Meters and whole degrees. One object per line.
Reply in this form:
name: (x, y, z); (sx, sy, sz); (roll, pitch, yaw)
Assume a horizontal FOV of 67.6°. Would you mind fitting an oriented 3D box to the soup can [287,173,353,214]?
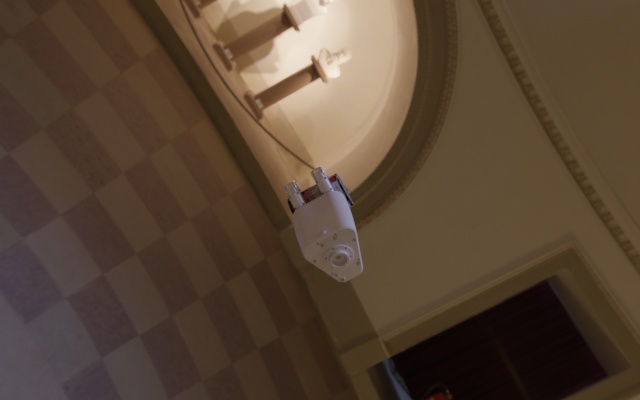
soup can: (0.000, 0.003, 0.870); (0.102, 0.068, 0.068); (-29, -4, 7)
